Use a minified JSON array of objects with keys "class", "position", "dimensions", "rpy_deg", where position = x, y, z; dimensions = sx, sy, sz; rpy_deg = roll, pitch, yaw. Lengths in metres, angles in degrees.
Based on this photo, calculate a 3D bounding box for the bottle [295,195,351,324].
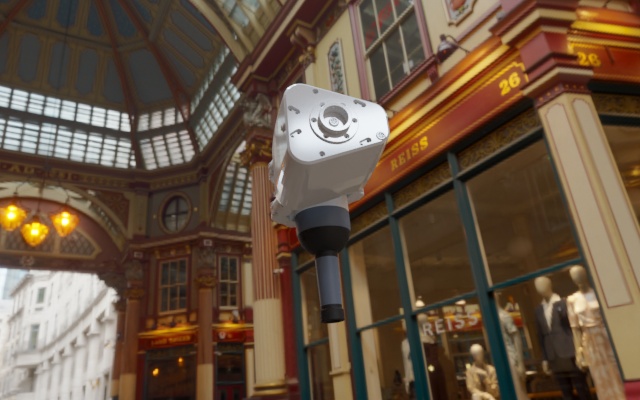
[{"class":"bottle","position":[0.000,0.002,0.596],"dimensions":[0.069,0.295,0.069],"rpy_deg":[-5,-23,-2]}]
